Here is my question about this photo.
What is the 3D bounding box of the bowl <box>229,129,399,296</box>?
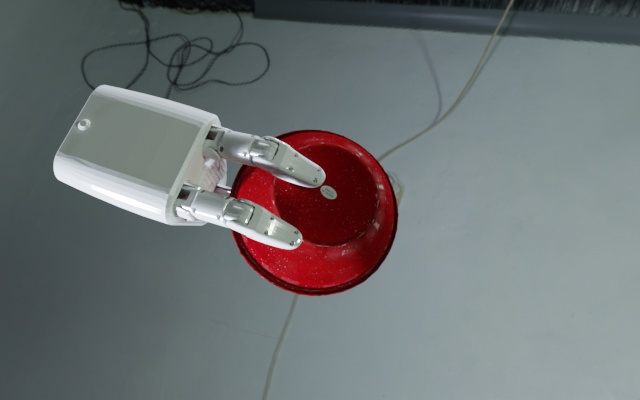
[{"bbox_3d":[0.001,0.001,0.425,0.162,0.162,0.055,0,-15,-11],"label":"bowl"}]
